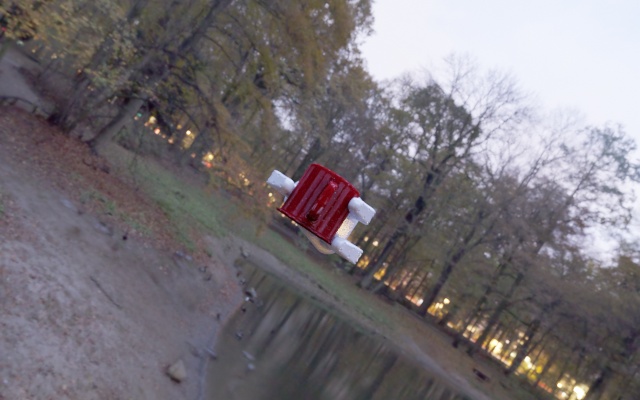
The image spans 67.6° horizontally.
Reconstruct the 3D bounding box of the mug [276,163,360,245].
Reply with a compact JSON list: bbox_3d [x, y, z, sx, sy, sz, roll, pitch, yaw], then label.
[{"bbox_3d":[0.000,0.002,0.641,0.093,0.081,0.117,33,-5,2],"label":"mug"}]
